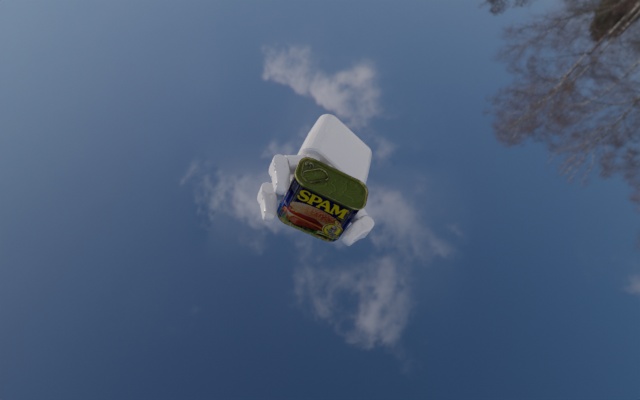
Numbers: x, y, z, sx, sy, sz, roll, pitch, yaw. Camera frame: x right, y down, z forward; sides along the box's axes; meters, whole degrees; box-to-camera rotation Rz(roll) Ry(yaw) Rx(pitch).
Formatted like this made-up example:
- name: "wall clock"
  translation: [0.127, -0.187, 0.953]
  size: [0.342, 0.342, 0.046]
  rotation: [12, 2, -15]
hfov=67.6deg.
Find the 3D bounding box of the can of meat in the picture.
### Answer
- name: "can of meat"
  translation: [0.000, 0.002, 0.648]
  size: [0.102, 0.057, 0.084]
  rotation: [25, -47, -8]
